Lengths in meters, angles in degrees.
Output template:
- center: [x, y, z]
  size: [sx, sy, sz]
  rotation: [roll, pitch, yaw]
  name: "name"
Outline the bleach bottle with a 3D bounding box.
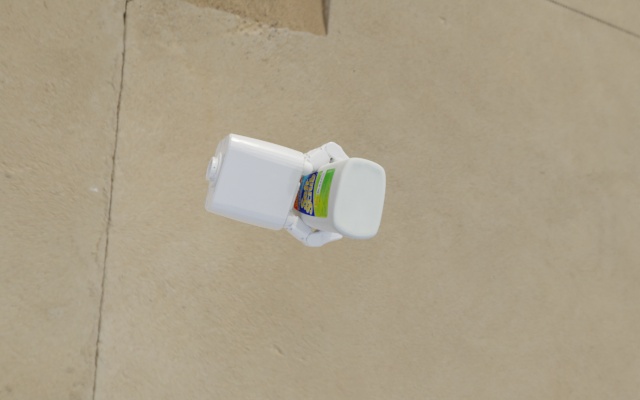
- center: [0.000, 0.002, 0.692]
  size: [0.068, 0.102, 0.251]
  rotation: [14, -9, -22]
  name: "bleach bottle"
